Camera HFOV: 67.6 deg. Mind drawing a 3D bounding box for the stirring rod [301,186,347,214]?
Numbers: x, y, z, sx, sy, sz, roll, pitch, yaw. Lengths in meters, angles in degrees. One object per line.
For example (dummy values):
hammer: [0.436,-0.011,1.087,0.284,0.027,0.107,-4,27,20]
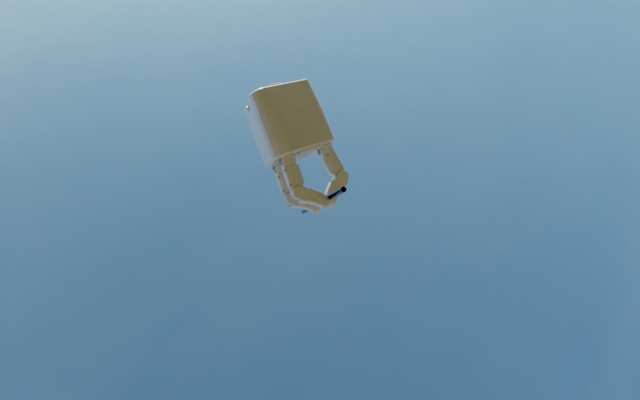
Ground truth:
stirring rod: [0.000,0.002,0.752,0.011,0.011,0.239,0,-8,-15]
